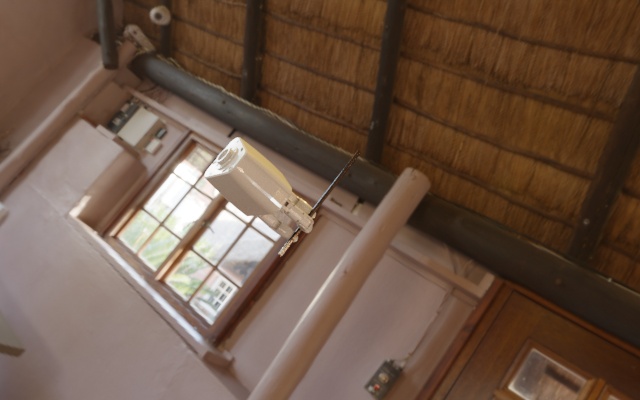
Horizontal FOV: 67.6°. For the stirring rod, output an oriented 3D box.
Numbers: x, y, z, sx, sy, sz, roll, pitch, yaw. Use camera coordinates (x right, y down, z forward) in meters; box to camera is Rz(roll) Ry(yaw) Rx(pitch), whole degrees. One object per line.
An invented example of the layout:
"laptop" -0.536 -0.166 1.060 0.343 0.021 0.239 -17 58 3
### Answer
"stirring rod" 0.000 0.003 0.864 0.011 0.239 0.011 36 -11 8
